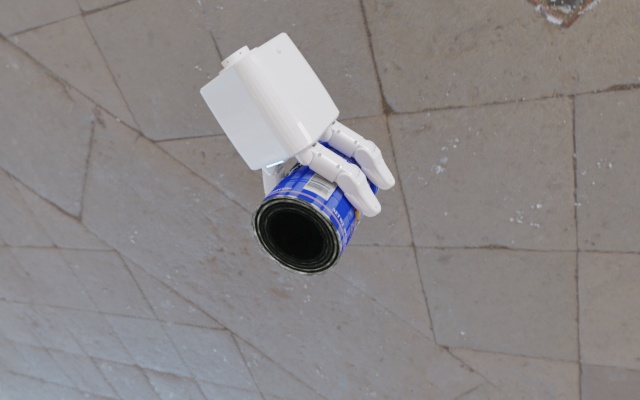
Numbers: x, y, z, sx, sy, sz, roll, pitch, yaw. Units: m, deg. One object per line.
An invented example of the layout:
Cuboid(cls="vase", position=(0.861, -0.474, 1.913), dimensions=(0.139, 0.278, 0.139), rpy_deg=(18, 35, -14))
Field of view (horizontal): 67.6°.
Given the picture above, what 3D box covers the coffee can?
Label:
Cuboid(cls="coffee can", position=(0.000, 0.002, 0.545), dimensions=(0.103, 0.103, 0.140), rpy_deg=(0, 32, 27))
